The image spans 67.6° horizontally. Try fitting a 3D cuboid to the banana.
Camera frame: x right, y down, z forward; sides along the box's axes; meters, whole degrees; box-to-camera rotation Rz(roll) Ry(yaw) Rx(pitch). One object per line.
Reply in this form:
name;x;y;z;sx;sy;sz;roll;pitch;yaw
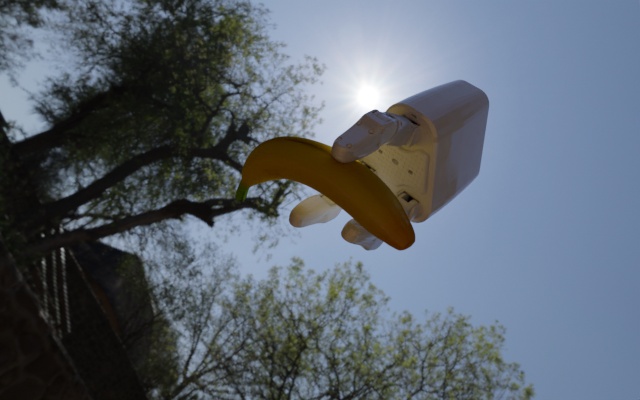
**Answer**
banana;-0.004;-0.016;0.396;0.197;0.070;0.037;16;32;42
